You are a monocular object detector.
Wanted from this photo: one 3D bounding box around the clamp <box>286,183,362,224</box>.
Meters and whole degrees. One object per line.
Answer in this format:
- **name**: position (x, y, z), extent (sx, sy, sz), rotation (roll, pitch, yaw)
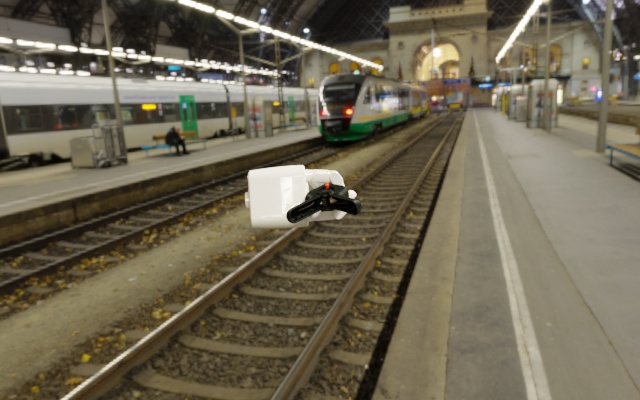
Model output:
- **clamp**: position (0.000, 0.002, 0.823), extent (0.120, 0.039, 0.171), rotation (-4, 11, -3)
